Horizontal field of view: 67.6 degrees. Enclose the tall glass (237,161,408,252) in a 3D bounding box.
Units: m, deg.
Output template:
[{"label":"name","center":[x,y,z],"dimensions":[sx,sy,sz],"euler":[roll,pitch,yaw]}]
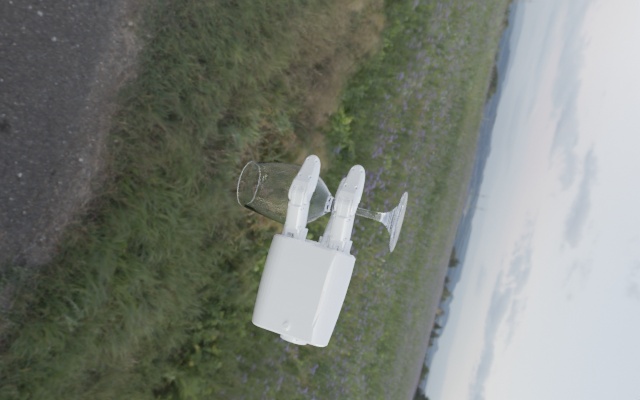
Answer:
[{"label":"tall glass","center":[0.001,0.002,0.591],"dimensions":[0.201,0.079,0.079],"euler":[15,4,15]}]
